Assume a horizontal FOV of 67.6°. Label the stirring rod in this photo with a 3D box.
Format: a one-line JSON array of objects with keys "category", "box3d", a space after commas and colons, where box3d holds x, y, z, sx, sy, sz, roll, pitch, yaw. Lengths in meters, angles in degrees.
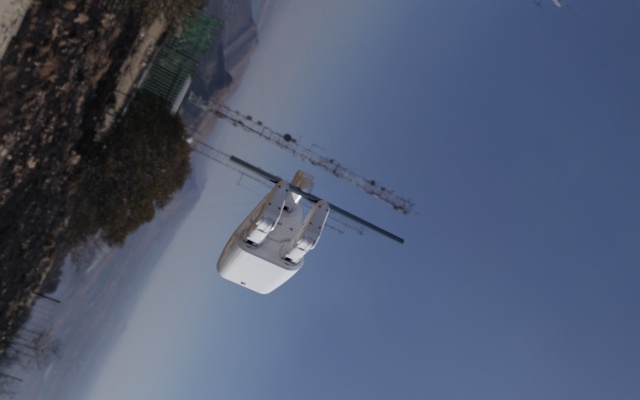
[{"category": "stirring rod", "box3d": [0.000, 0.002, 0.585, 0.239, 0.011, 0.011, 26, -7, -13]}]
